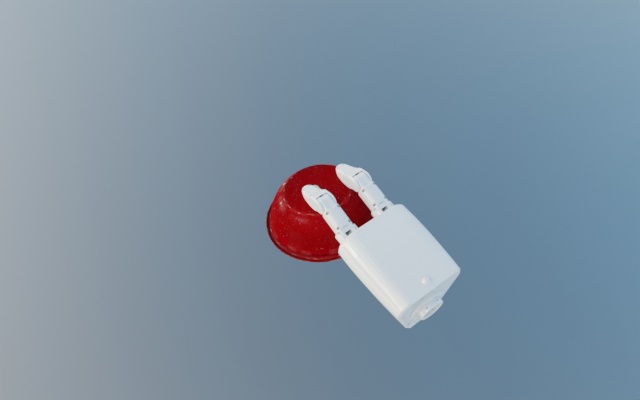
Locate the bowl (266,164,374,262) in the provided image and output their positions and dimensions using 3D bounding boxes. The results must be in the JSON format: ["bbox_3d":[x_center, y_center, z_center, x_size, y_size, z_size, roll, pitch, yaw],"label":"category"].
[{"bbox_3d":[-0.001,0.001,0.644,0.162,0.162,0.055,0,-42,12],"label":"bowl"}]
